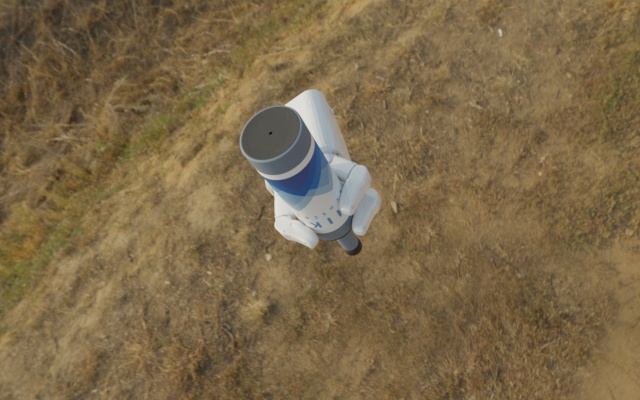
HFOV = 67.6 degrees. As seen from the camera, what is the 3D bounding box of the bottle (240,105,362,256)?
[{"bbox_3d":[0.000,0.002,0.580,0.069,0.069,0.296,0,-27,22],"label":"bottle"}]
